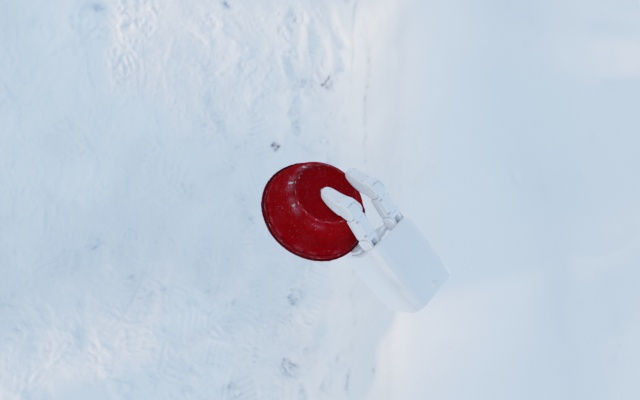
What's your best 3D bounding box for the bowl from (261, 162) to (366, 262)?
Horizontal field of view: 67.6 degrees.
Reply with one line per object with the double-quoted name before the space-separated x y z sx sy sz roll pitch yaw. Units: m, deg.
"bowl" -0.001 0.001 0.678 0.162 0.162 0.055 0 -27 -21
